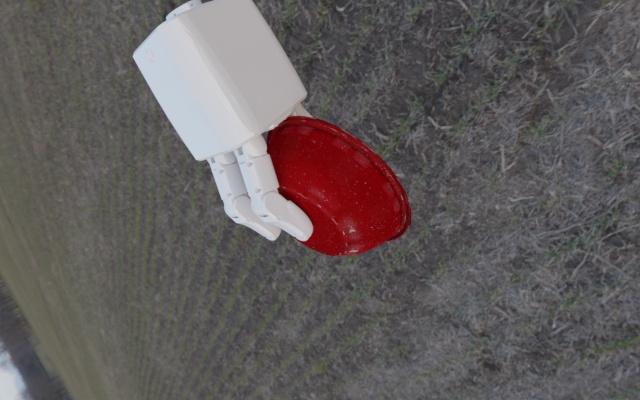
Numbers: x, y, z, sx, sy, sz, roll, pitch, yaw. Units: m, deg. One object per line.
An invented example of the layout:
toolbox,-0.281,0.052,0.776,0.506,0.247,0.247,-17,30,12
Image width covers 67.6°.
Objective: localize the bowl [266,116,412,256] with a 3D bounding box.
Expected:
bowl,0.001,0.003,0.444,0.162,0.055,0.162,29,-28,17
